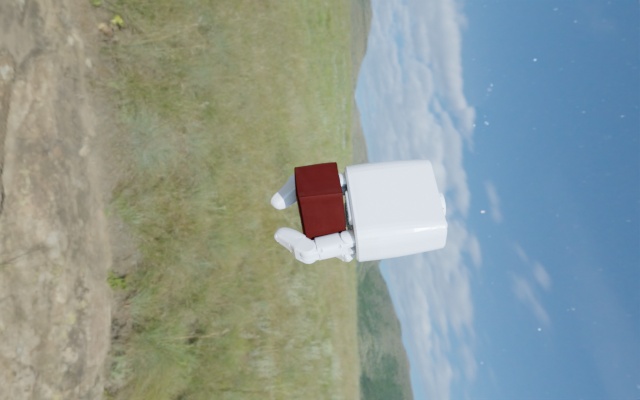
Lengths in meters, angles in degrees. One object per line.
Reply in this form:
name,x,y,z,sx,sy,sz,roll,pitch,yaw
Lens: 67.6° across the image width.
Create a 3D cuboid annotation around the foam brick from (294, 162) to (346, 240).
foam brick,0.000,0.002,0.557,0.051,0.053,0.078,-8,-44,0
